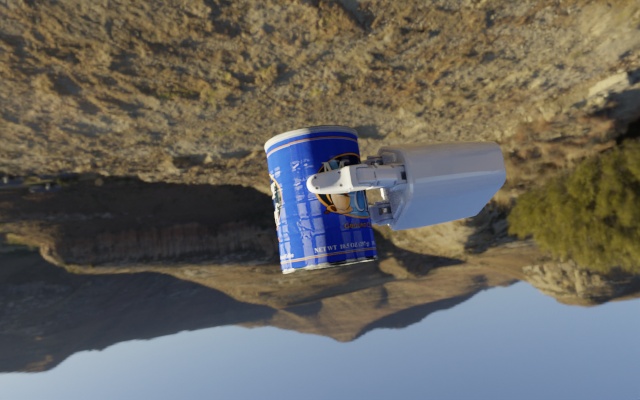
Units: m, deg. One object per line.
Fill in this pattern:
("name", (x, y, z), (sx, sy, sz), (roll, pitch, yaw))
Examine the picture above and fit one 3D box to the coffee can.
("coffee can", (0.000, 0.002, 0.515), (0.103, 0.140, 0.103), (-9, -8, -1))
